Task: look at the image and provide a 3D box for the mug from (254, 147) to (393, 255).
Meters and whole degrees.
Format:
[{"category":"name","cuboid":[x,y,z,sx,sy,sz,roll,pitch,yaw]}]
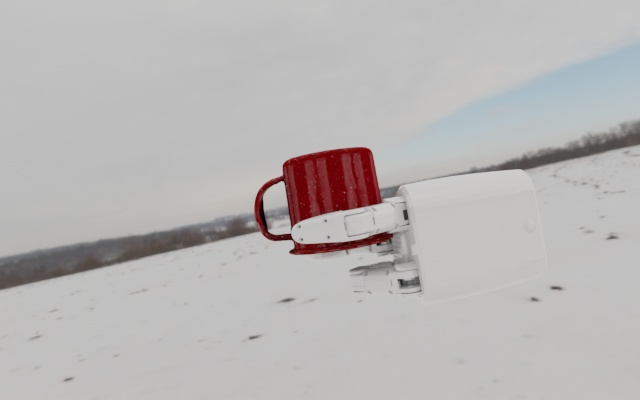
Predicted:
[{"category":"mug","cuboid":[-0.001,0.001,0.420,0.117,0.081,0.093,-9,0,-7]}]
